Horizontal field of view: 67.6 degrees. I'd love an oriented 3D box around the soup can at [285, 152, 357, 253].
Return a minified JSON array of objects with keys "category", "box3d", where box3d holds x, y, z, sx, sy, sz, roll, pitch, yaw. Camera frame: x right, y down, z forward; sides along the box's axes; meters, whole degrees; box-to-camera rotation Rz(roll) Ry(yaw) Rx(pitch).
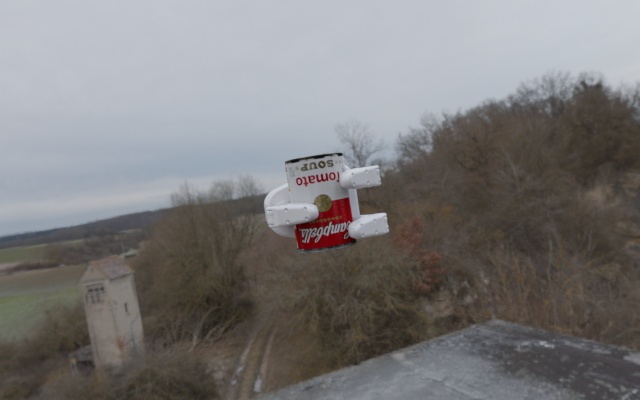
[{"category":"soup can","box3d":[0.000,0.001,0.533,0.068,0.102,0.068,-8,2,0]}]
